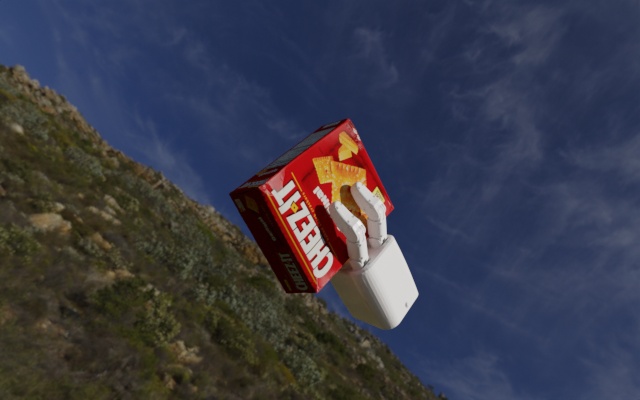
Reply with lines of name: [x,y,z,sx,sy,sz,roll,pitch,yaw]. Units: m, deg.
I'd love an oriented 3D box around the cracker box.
cracker box: [0.000,0.002,0.678,0.072,0.164,0.213,-11,23,45]
